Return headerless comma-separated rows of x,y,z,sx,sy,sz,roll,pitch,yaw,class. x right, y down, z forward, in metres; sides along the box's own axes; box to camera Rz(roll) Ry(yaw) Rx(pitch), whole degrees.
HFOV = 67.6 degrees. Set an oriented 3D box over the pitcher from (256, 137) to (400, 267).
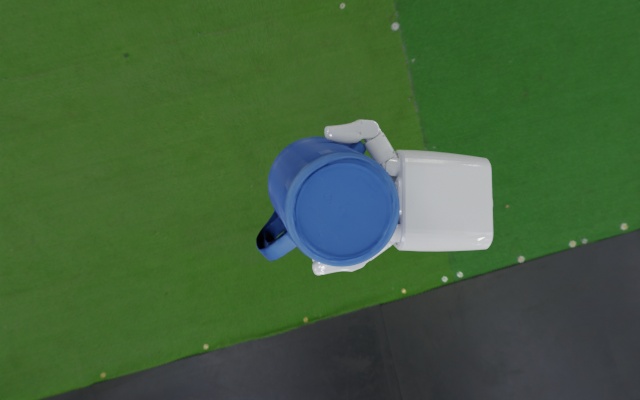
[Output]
0.000,0.002,0.546,0.145,0.149,0.243,2,7,-7,pitcher
